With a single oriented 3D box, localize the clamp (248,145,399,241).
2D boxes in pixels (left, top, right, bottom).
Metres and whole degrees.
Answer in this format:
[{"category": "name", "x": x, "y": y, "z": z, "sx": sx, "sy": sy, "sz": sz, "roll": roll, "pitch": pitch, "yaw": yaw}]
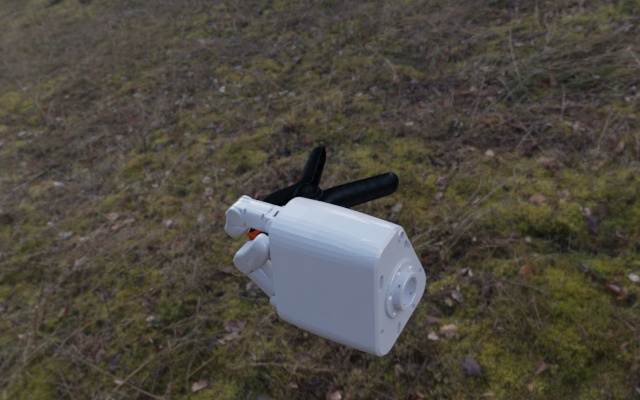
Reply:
[{"category": "clamp", "x": 0.000, "y": 0.001, "z": 0.504, "sx": 0.120, "sy": 0.039, "sz": 0.171, "roll": 13, "pitch": 46, "yaw": 34}]
